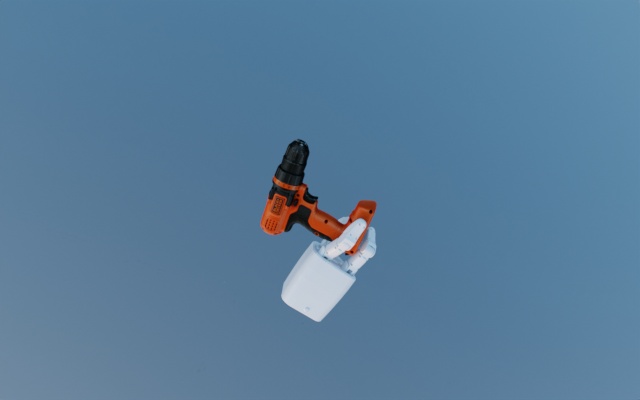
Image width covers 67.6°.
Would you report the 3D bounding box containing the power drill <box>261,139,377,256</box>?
[{"bbox_3d":[0.000,0.003,0.845,0.187,0.184,0.057,23,25,3],"label":"power drill"}]
